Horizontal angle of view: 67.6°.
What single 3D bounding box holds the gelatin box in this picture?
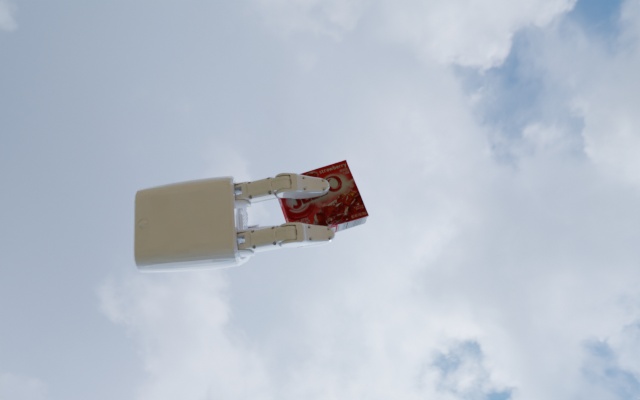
[{"bbox_3d":[0.000,0.002,0.540,0.089,0.073,0.030,-17,-20,-11],"label":"gelatin box"}]
